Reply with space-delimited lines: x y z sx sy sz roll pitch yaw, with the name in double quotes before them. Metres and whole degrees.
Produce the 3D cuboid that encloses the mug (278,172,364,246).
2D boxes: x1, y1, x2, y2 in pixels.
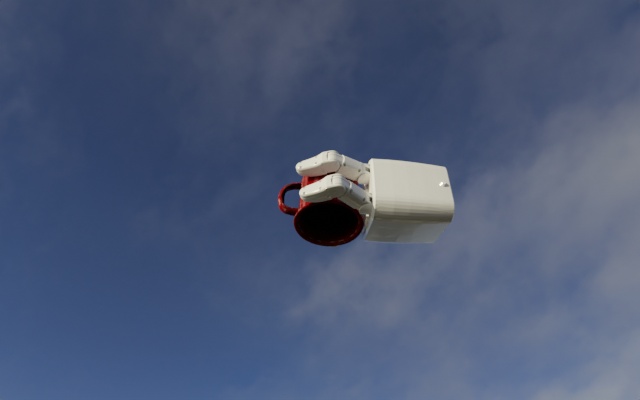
"mug" -0.001 0.002 0.658 0.117 0.081 0.093 5 -44 -3
